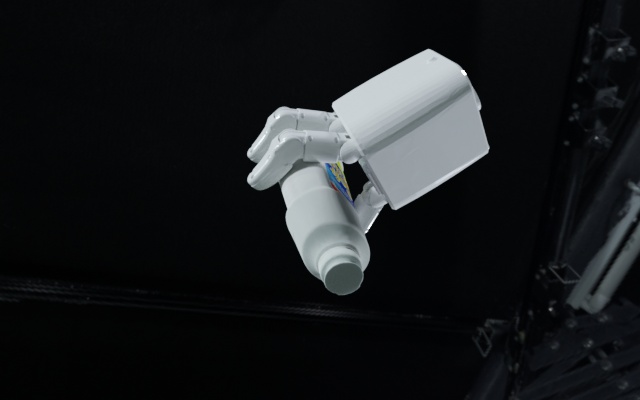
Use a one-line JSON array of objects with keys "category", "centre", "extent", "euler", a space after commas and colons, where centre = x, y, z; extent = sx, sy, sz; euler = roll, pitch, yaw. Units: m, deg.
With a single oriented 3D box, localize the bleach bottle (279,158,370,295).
[{"category": "bleach bottle", "centre": [0.000, 0.001, 0.444], "extent": [0.068, 0.103, 0.250], "euler": [-29, 30, 6]}]
